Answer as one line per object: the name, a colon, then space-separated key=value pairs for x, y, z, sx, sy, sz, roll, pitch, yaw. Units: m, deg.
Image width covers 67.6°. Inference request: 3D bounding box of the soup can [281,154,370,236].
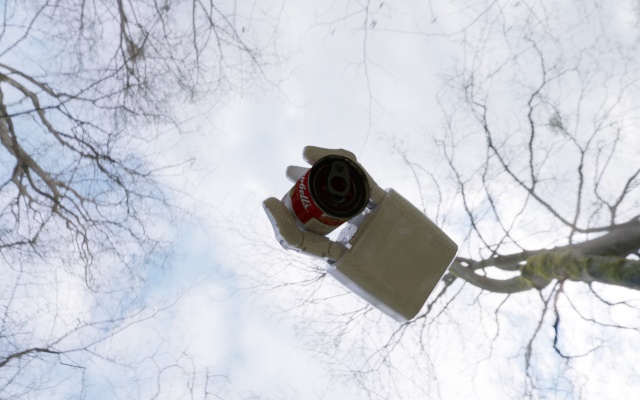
soup can: x=-0.001 y=0.002 z=0.514 sx=0.068 sy=0.068 sz=0.102 roll=0 pitch=-19 yaw=-24
